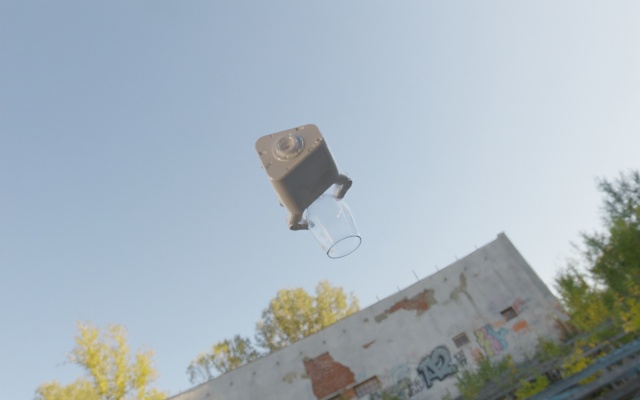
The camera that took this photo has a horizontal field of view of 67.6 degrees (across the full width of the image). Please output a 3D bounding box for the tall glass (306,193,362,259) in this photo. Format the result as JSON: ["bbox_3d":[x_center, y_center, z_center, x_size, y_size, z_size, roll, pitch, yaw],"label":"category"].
[{"bbox_3d":[0.000,0.002,0.834,0.079,0.201,0.079,-20,-33,-13],"label":"tall glass"}]
